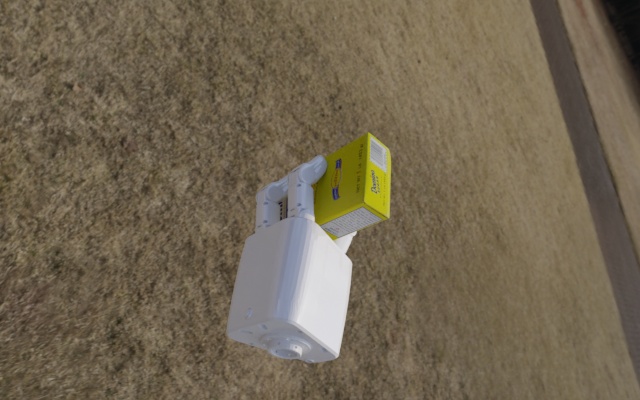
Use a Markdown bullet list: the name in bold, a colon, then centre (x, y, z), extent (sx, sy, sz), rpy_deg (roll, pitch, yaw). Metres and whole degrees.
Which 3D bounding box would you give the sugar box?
- **sugar box**: centre (0.000, 0.002, 0.548), extent (0.176, 0.093, 0.048), rpy_deg (-25, -45, 38)
